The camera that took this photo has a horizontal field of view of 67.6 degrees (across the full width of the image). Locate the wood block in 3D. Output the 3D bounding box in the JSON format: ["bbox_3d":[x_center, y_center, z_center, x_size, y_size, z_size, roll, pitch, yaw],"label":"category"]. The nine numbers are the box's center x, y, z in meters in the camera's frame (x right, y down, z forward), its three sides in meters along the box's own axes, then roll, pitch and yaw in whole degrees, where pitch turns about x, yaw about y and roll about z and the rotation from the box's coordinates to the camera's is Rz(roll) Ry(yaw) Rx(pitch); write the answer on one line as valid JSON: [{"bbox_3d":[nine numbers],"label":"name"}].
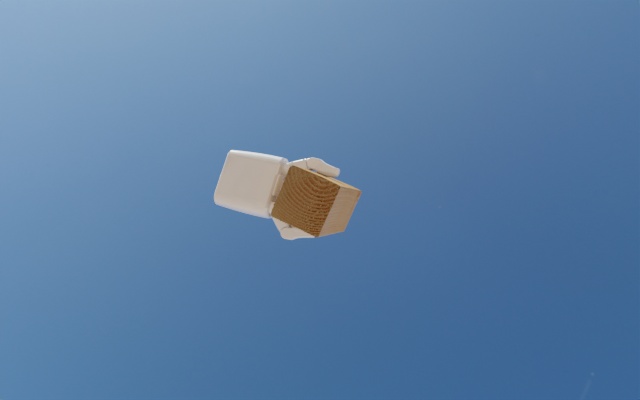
[{"bbox_3d":[0.000,0.002,0.842,0.090,0.091,0.206,24,5,13],"label":"wood block"}]
